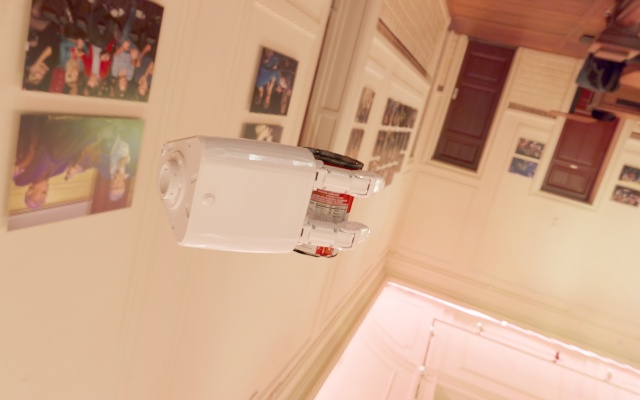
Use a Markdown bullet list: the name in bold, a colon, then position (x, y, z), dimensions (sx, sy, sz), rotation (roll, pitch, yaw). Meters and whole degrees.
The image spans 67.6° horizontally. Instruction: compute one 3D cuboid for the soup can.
- **soup can**: position (0.000, 0.002, 0.504), dimensions (0.068, 0.102, 0.068), rotation (14, 12, -3)
